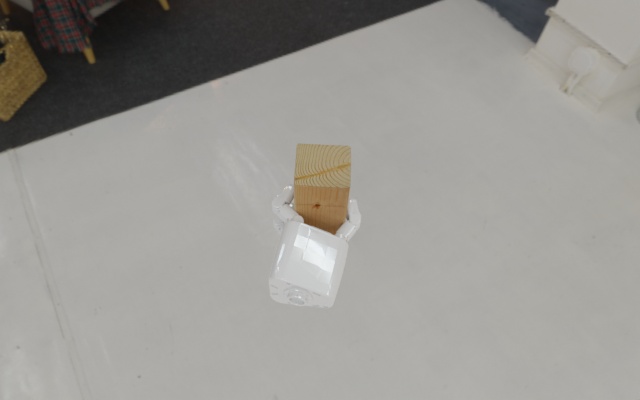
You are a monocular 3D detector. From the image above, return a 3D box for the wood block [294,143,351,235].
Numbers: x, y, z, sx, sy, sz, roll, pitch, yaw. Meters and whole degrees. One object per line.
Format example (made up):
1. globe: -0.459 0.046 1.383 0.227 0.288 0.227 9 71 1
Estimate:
1. wood block: 0.000 0.003 0.845 0.091 0.090 0.206 3 -35 -1
